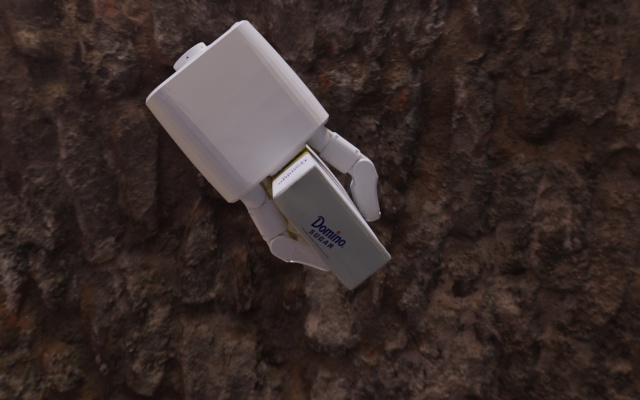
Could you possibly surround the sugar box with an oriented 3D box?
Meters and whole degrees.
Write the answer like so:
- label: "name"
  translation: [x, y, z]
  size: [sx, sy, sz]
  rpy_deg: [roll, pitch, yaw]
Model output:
- label: "sugar box"
  translation: [0.000, 0.002, 0.419]
  size: [0.048, 0.093, 0.176]
  rpy_deg: [-38, 13, 6]
